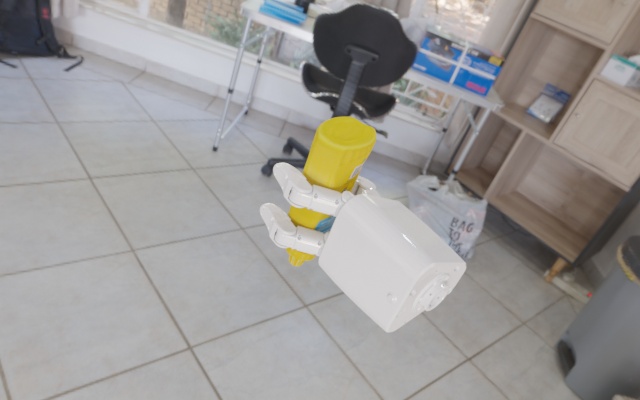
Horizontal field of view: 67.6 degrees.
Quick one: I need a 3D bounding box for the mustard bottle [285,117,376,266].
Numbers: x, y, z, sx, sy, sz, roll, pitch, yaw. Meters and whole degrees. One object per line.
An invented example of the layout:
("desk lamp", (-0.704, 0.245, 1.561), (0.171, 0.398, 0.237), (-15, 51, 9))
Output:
("mustard bottle", (0.000, 0.001, 0.552), (0.058, 0.192, 0.096), (29, 32, 12))
